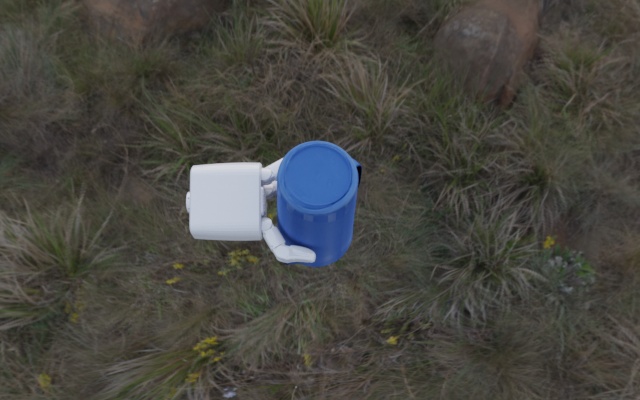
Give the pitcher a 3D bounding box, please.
[{"bbox_3d":[0.000,0.002,0.734,0.145,0.149,0.243,-1,-21,-3],"label":"pitcher"}]
